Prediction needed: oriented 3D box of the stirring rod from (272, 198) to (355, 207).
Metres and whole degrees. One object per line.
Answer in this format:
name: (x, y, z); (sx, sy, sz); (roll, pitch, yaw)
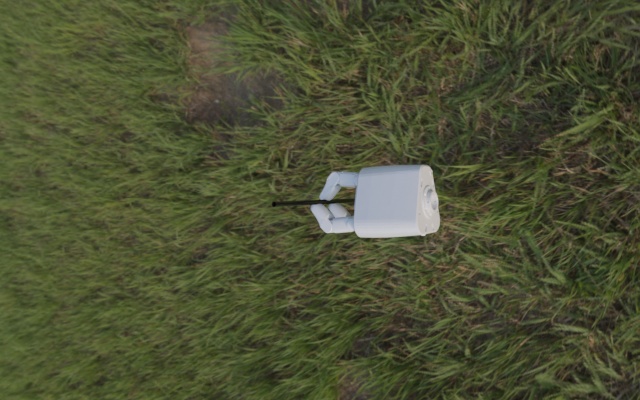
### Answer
stirring rod: (0.000, 0.003, 0.801); (0.011, 0.011, 0.239); (0, 1, 35)
